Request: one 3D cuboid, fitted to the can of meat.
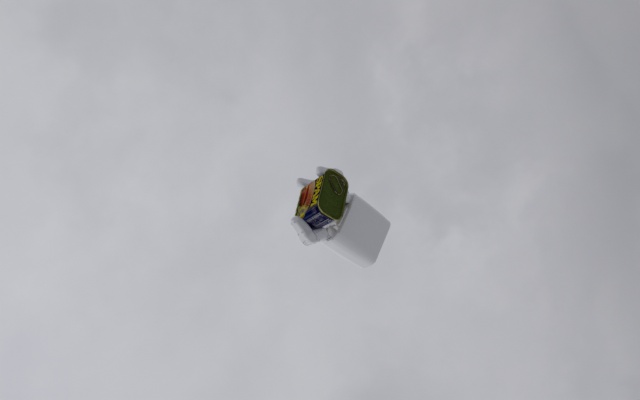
[{"bbox_3d":[0.000,0.003,0.897,0.057,0.102,0.084,32,-39,-24],"label":"can of meat"}]
